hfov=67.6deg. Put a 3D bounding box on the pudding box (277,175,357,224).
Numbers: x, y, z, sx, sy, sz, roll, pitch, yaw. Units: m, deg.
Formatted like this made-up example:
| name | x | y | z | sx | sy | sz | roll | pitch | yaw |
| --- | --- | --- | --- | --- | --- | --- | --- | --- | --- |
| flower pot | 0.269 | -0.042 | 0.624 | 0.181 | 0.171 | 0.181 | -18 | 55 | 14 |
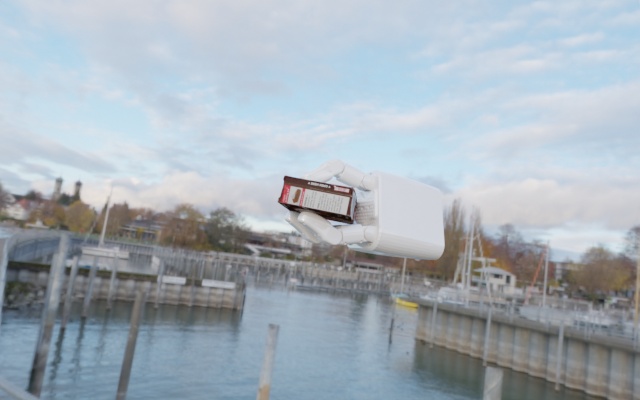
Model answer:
| name | x | y | z | sx | sy | sz | roll | pitch | yaw |
| --- | --- | --- | --- | --- | --- | --- | --- | --- | --- |
| pudding box | 0.000 | 0.002 | 0.615 | 0.090 | 0.039 | 0.113 | 10 | -9 | 7 |
